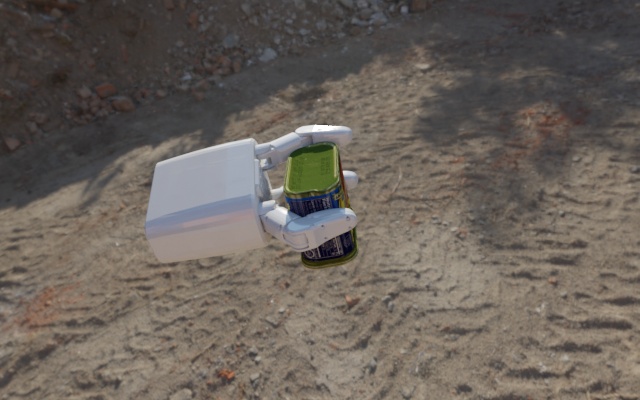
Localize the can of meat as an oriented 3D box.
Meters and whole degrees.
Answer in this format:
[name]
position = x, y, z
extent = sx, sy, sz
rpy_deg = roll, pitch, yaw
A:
[can of meat]
position = 0.000, 0.001, 0.467
extent = 0.057, 0.084, 0.102
rpy_deg = -10, 31, 6
